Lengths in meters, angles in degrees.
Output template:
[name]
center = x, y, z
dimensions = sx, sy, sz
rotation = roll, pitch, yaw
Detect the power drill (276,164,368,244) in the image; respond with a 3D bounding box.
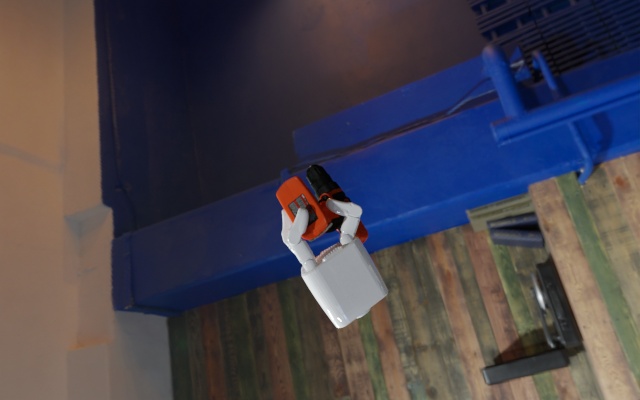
[power drill]
center = 0.000, 0.003, 0.858
dimensions = 0.057, 0.184, 0.187
rotation = -41, -19, 20
